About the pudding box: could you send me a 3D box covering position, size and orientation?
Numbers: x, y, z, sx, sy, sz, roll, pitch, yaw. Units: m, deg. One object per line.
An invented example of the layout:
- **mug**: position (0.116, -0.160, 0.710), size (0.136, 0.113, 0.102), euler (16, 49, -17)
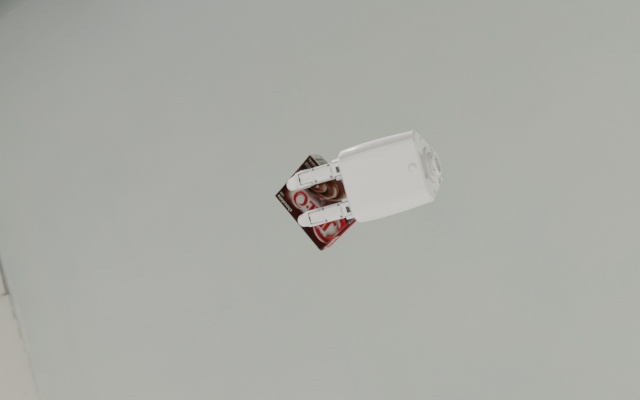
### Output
- **pudding box**: position (0.000, 0.002, 0.701), size (0.090, 0.113, 0.039), euler (-47, -17, 25)
